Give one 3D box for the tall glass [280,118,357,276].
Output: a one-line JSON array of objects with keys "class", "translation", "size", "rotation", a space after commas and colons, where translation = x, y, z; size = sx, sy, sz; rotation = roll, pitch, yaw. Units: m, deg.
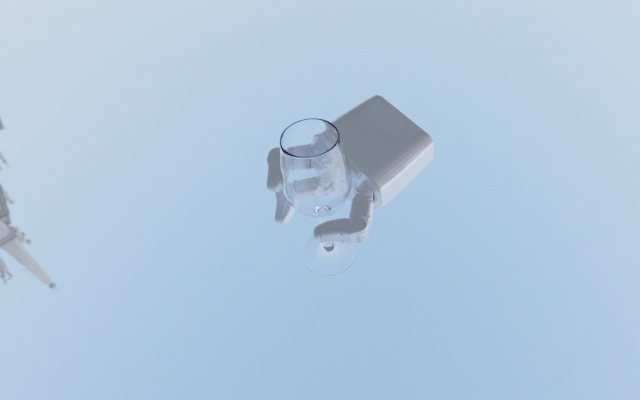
[{"class": "tall glass", "translation": [0.000, 0.002, 0.556], "size": [0.079, 0.079, 0.201], "rotation": [0, -41, 9]}]
